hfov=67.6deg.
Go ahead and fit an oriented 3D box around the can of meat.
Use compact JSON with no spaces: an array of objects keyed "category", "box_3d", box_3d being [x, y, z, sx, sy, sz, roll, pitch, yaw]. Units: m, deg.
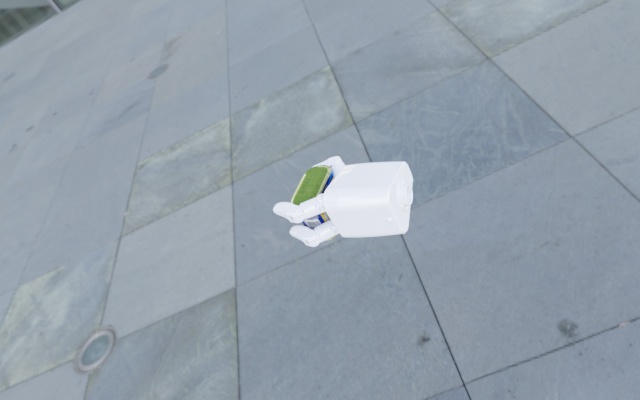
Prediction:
[{"category":"can of meat","box_3d":[0.000,0.002,0.808,0.057,0.102,0.084,-1,-42,32]}]
